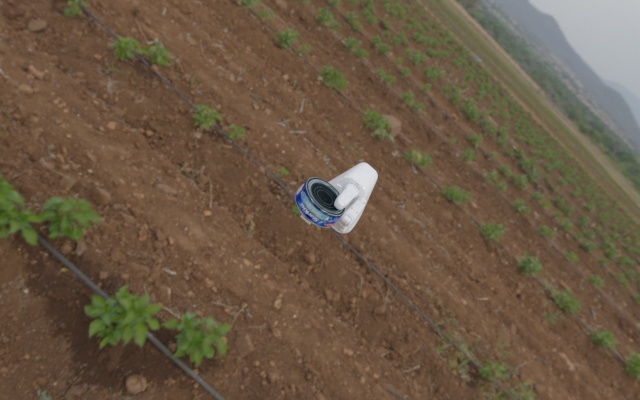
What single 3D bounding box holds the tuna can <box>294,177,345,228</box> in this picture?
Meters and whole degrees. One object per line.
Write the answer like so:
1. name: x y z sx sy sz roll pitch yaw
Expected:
1. tuna can: 0.000 0.002 0.807 0.086 0.086 0.034 0 -38 -48
